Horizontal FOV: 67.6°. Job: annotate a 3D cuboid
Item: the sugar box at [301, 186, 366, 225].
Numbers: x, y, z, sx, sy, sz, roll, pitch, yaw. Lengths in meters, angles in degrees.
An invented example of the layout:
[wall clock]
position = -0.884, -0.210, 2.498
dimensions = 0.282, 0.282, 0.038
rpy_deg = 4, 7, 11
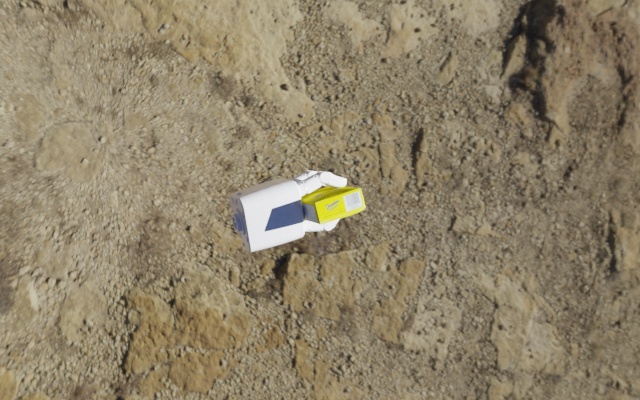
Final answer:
[sugar box]
position = 0.000, 0.002, 0.888
dimensions = 0.093, 0.048, 0.176
rpy_deg = -17, 13, -22
